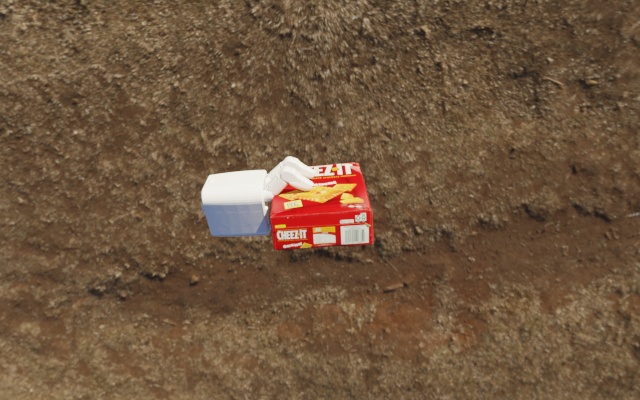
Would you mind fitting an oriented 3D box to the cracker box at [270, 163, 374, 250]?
[{"bbox_3d":[0.000,0.003,0.848,0.164,0.072,0.213,-4,25,0],"label":"cracker box"}]
